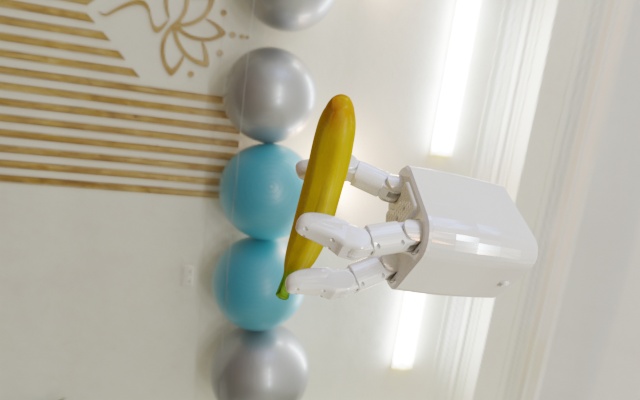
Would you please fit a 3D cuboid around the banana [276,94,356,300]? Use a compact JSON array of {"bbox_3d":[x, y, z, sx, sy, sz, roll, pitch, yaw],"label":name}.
[{"bbox_3d":[0.000,-0.005,0.418,0.037,0.198,0.069,13,28,-3],"label":"banana"}]
